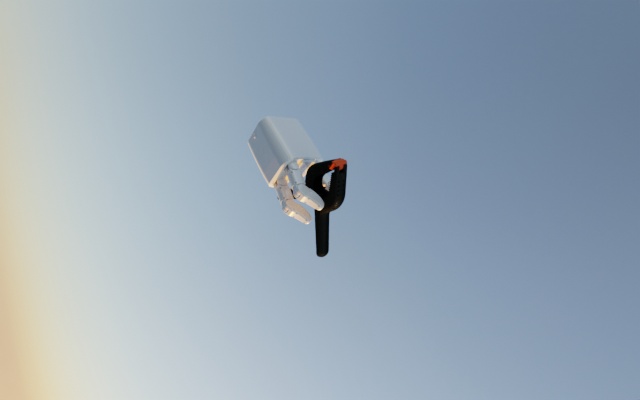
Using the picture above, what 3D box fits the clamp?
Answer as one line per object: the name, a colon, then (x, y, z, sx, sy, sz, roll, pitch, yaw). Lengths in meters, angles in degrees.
clamp: (0.001, 0.002, 0.897, 0.036, 0.164, 0.210, -21, -18, -38)
